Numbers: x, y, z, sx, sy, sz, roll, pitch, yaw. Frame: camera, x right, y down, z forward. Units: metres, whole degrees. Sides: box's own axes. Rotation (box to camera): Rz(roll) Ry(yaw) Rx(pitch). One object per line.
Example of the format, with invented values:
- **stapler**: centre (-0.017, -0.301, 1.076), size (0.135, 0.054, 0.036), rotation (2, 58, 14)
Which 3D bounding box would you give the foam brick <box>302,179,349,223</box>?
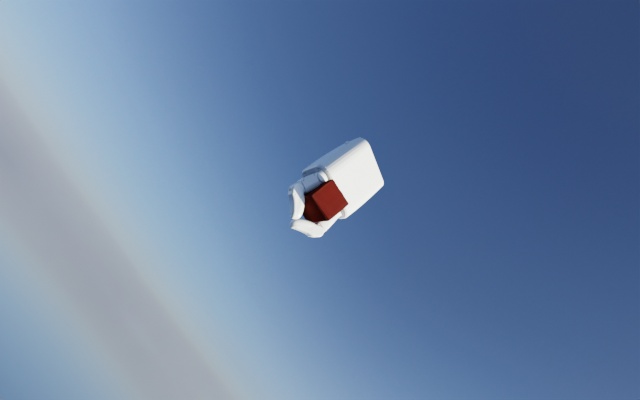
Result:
- **foam brick**: centre (0.000, 0.003, 0.811), size (0.051, 0.053, 0.078), rotation (-37, 11, -25)
